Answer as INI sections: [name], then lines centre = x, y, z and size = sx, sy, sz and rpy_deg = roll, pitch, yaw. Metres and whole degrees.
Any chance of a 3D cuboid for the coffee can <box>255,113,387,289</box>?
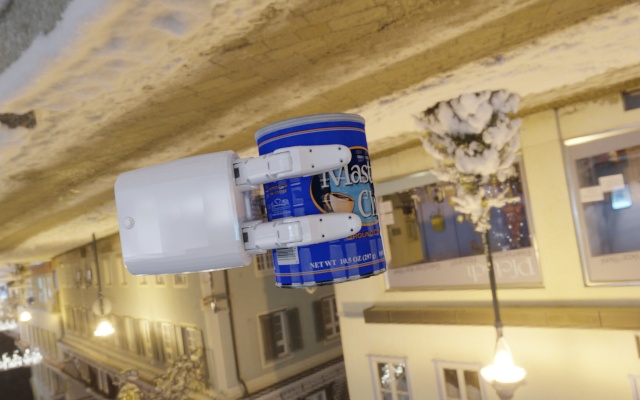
[coffee can]
centre = 0.000, 0.001, 0.438
size = 0.103, 0.140, 0.103
rpy_deg = -8, -3, 0
